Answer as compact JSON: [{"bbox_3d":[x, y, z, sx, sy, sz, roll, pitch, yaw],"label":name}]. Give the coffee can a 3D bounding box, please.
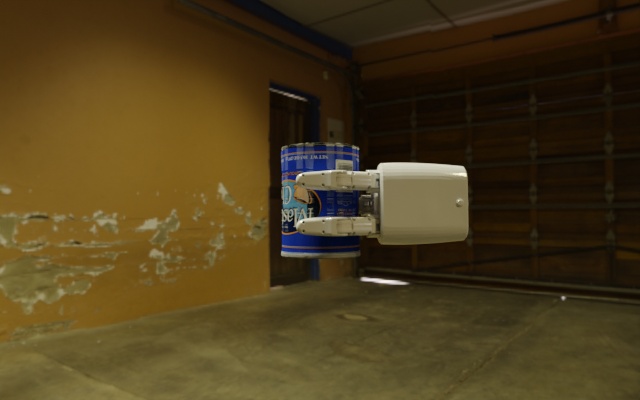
[{"bbox_3d":[0.000,0.002,0.621,0.103,0.140,0.103,0,-2,0],"label":"coffee can"}]
